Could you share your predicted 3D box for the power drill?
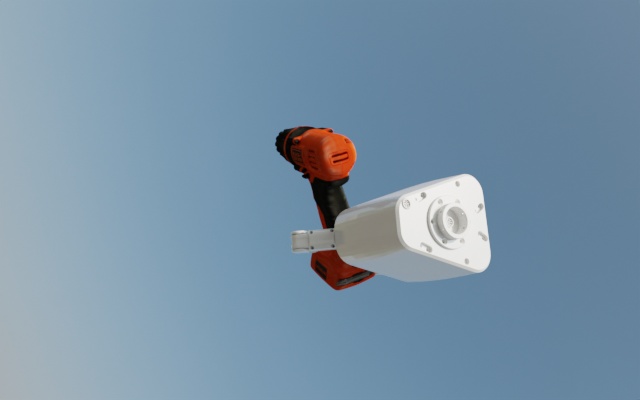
[{"bbox_3d":[0.000,0.002,0.583,0.057,0.188,0.184,-19,17,-15],"label":"power drill"}]
